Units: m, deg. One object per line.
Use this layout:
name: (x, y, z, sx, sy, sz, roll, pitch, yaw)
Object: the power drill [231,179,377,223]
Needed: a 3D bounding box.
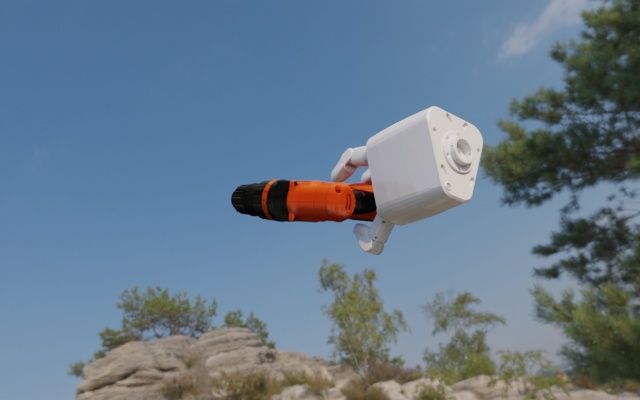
power drill: (0.001, 0.002, 0.639, 0.184, 0.057, 0.187, 4, 3, 38)
